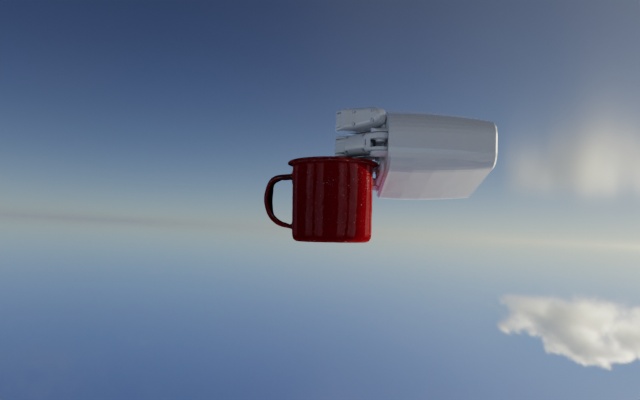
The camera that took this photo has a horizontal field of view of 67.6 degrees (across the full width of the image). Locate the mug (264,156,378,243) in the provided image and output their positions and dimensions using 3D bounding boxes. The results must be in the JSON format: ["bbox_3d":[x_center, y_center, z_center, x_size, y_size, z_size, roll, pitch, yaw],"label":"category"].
[{"bbox_3d":[-0.001,0.002,0.490,0.117,0.081,0.093,1,-4,1],"label":"mug"}]
